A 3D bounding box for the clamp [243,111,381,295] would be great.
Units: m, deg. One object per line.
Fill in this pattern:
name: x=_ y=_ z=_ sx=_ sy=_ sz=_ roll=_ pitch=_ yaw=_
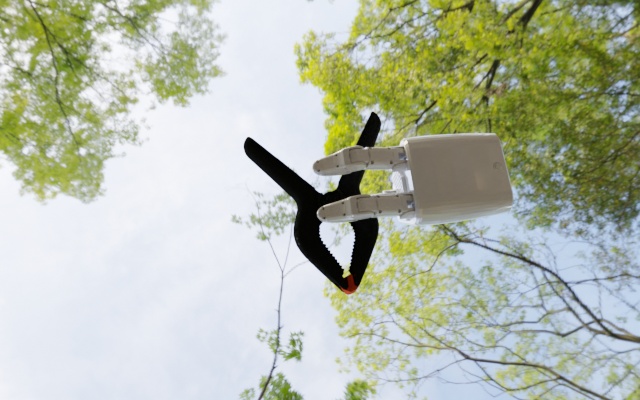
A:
clamp: x=0.000 y=0.003 z=0.539 sx=0.164 sy=0.210 sz=0.036 roll=-6 pitch=-18 yaw=-1
